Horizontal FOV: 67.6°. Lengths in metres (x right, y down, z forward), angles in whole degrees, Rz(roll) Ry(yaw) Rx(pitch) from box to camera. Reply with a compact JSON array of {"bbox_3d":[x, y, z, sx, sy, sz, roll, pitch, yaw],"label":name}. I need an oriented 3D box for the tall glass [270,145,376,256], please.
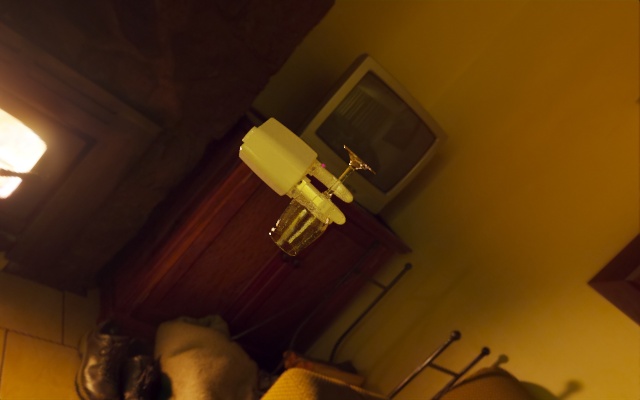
[{"bbox_3d":[0.001,0.002,0.821,0.079,0.201,0.079,41,8,-7],"label":"tall glass"}]
